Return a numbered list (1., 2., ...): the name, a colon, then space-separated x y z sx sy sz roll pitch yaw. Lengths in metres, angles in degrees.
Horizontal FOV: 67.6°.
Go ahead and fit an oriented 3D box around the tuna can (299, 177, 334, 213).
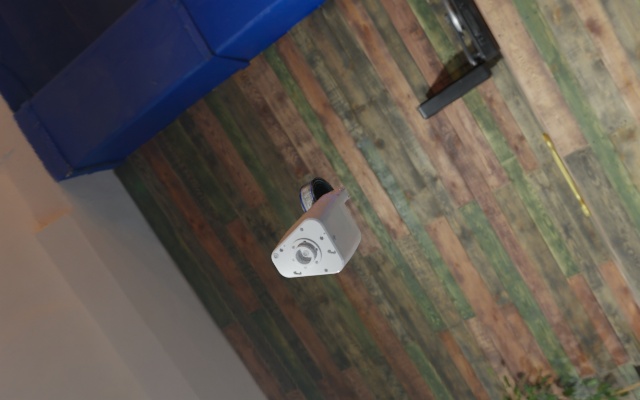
1. tuna can: 0.000 0.003 0.869 0.034 0.086 0.086 -29 -14 27
